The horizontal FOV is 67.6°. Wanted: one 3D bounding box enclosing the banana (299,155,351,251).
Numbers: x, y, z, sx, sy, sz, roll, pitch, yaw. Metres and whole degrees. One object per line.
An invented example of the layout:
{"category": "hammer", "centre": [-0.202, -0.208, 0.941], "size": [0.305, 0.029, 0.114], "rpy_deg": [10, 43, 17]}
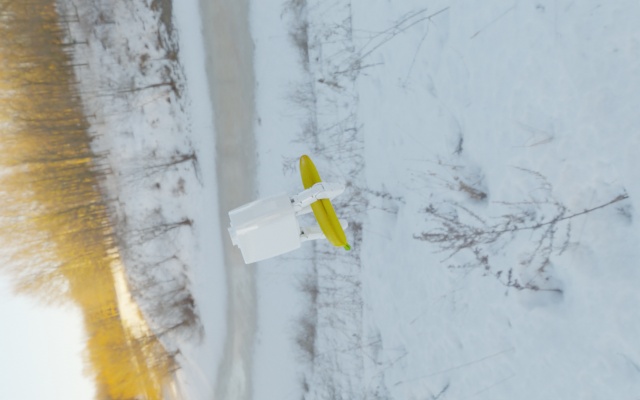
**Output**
{"category": "banana", "centre": [0.000, 0.005, 0.862], "size": [0.037, 0.198, 0.069], "rpy_deg": [-24, -5, 2]}
